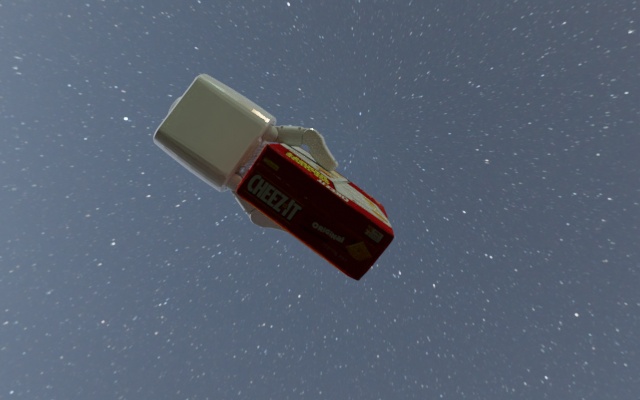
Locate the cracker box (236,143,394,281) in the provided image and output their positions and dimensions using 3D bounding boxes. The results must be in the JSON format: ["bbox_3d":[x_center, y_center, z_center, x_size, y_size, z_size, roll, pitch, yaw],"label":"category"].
[{"bbox_3d":[0.000,0.002,0.594,0.164,0.072,0.213,36,9,-1],"label":"cracker box"}]
